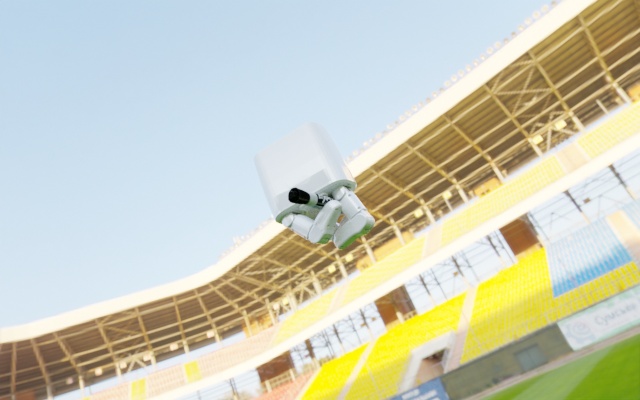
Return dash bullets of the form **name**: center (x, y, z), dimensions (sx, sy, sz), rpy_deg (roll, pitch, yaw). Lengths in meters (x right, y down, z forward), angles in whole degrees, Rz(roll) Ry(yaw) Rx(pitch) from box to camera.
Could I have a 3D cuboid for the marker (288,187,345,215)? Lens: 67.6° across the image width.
- **marker**: center (0.000, 0.002, 0.601), dimensions (0.020, 0.020, 0.121), rpy_deg (0, -8, 35)
